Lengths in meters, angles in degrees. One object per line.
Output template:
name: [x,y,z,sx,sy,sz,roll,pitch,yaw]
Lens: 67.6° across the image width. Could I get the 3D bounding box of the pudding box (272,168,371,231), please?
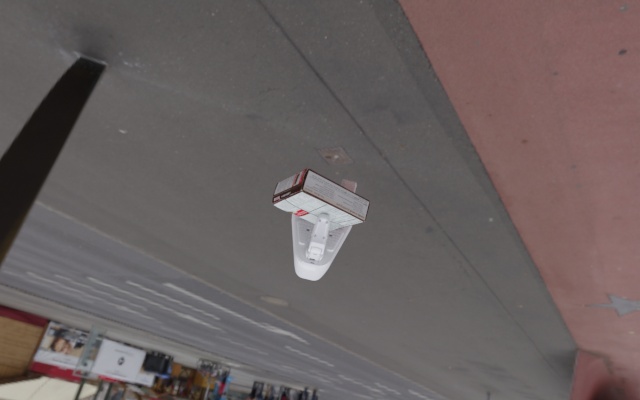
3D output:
pudding box: [0.000,0.002,0.684,0.113,0.039,0.090,25,-25,-26]
